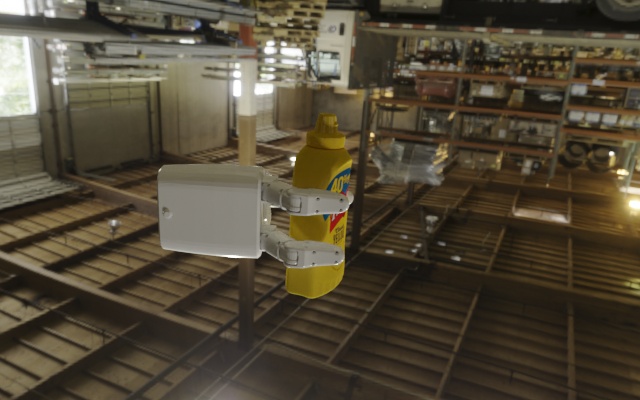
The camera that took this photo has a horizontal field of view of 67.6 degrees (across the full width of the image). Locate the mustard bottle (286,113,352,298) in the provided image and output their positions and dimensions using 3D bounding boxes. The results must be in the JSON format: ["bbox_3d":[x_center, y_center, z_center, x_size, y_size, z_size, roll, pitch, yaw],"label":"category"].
[{"bbox_3d":[0.000,0.002,0.522,0.058,0.192,0.096,11,18,22],"label":"mustard bottle"}]
